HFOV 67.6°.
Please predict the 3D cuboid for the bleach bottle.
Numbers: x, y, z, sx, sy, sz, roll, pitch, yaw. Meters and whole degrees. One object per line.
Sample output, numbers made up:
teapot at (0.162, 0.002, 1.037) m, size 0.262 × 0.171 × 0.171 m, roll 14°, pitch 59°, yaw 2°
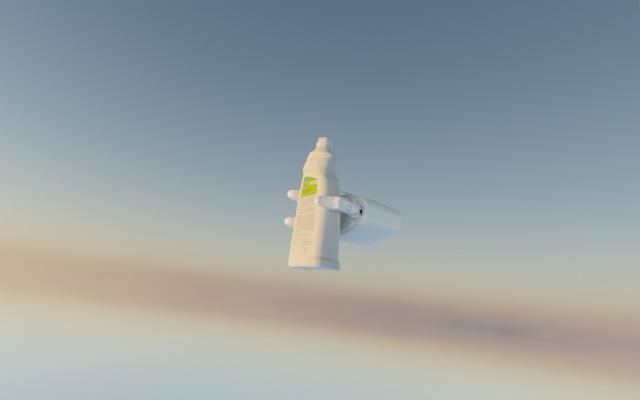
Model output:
bleach bottle at (0.000, 0.003, 0.895) m, size 0.068 × 0.250 × 0.102 m, roll 16°, pitch -16°, yaw -37°
